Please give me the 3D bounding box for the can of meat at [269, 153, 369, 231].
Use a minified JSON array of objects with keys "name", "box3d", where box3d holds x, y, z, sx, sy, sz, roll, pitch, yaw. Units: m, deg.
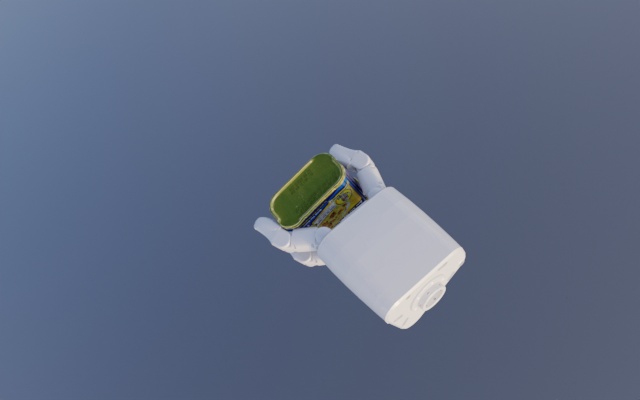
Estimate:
[{"name":"can of meat","box3d":[0.000,0.002,0.565,0.057,0.102,0.084,47,4,32]}]
